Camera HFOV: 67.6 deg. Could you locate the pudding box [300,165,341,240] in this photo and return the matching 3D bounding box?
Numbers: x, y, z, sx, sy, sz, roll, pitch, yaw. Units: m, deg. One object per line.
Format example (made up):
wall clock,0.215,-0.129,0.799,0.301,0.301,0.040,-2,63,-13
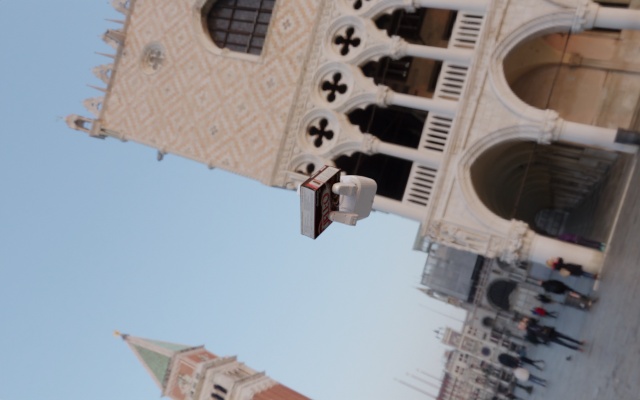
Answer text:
pudding box,0.000,0.003,0.888,0.039,0.114,0.090,17,37,26
